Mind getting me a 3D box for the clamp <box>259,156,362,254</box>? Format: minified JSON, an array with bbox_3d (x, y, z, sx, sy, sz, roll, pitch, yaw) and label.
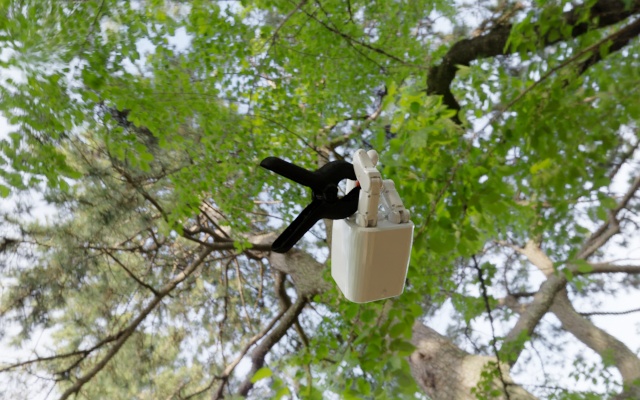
[{"bbox_3d":[0.000,0.002,0.616,0.171,0.120,0.039,-4,17,-31],"label":"clamp"}]
